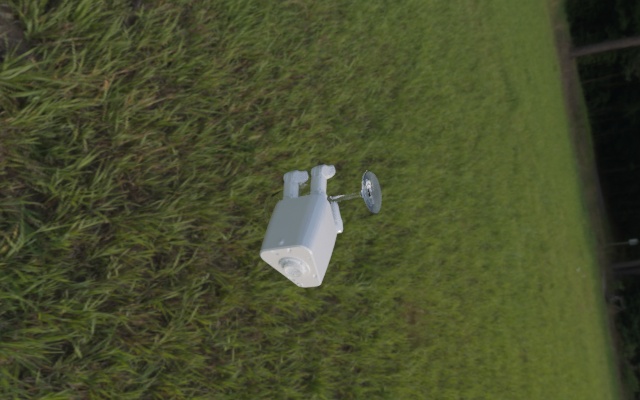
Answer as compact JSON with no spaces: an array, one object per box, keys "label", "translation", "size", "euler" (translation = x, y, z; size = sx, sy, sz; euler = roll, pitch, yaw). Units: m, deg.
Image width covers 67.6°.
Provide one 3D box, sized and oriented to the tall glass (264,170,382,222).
[{"label":"tall glass","translation":[0.001,0.003,0.835],"size":[0.201,0.079,0.079],"euler":[-11,-5,29]}]
